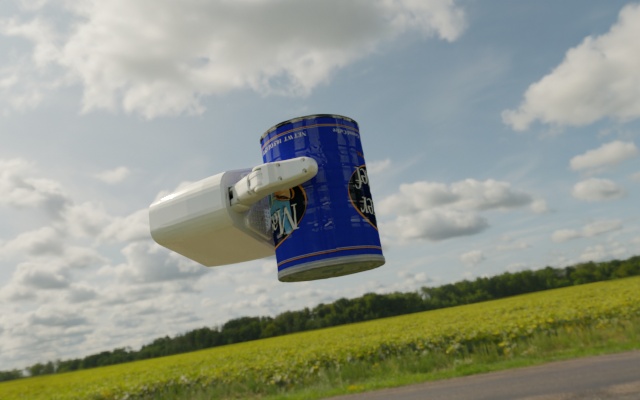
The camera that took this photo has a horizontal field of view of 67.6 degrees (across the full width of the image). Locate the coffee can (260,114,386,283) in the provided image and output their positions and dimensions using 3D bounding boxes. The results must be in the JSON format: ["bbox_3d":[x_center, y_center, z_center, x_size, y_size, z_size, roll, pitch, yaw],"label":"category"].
[{"bbox_3d":[0.000,0.002,0.467,0.103,0.140,0.103,-9,-15,-2],"label":"coffee can"}]
